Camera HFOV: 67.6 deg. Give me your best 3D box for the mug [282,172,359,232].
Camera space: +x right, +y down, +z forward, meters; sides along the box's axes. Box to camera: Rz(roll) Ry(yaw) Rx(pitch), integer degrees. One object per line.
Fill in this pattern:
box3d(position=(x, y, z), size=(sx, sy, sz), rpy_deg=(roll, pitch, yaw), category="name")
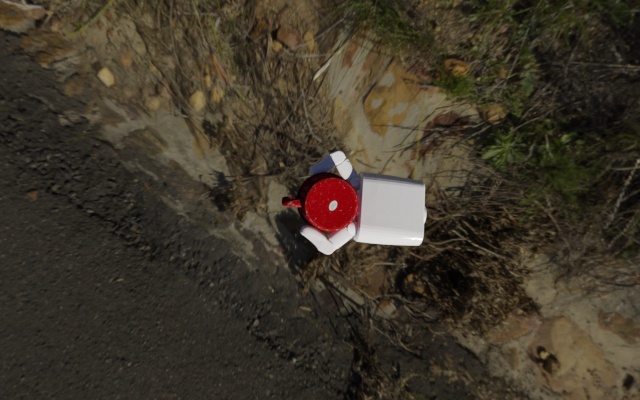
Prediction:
box3d(position=(-0.001, 0.002, 0.721), size=(0.117, 0.093, 0.081), rpy_deg=(4, 2, -6), category="mug")
